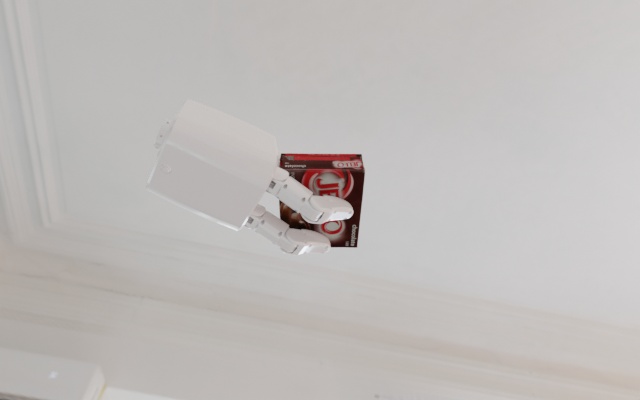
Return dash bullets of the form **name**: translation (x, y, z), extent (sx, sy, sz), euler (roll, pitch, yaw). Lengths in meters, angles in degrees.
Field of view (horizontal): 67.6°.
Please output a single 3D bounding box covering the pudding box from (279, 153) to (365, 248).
- **pudding box**: translation (0.000, 0.002, 0.533), extent (0.090, 0.114, 0.039), euler (1, 40, -1)
